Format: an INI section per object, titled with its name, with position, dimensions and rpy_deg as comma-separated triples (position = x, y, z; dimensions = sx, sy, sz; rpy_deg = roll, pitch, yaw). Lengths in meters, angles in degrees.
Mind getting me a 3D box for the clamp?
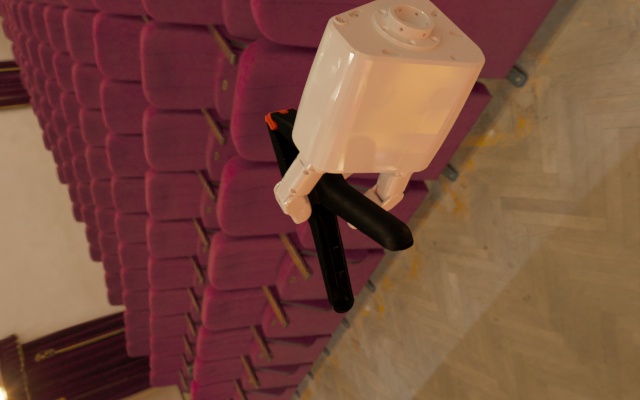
[clamp]
position = -0.001, 0.001, 0.462
dimensions = 0.036, 0.210, 0.165
rpy_deg = -17, -31, -27
